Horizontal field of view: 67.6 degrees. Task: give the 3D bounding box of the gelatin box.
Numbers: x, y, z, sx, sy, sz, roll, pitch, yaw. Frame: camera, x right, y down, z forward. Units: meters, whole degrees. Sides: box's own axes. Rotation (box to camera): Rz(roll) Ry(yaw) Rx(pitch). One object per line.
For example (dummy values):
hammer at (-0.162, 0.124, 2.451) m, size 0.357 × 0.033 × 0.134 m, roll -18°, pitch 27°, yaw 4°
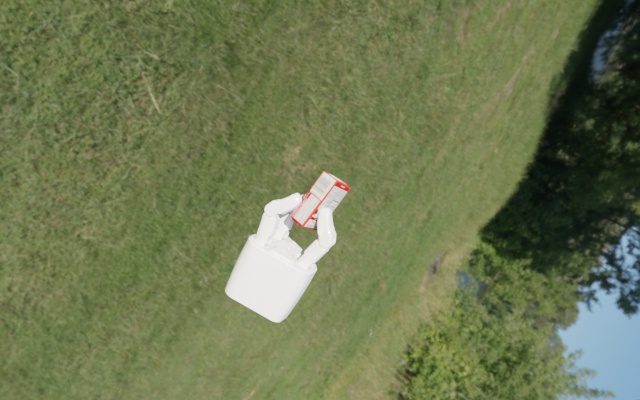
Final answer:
gelatin box at (0.001, 0.002, 0.737) m, size 0.030 × 0.089 × 0.073 m, roll 39°, pitch 7°, yaw 20°
